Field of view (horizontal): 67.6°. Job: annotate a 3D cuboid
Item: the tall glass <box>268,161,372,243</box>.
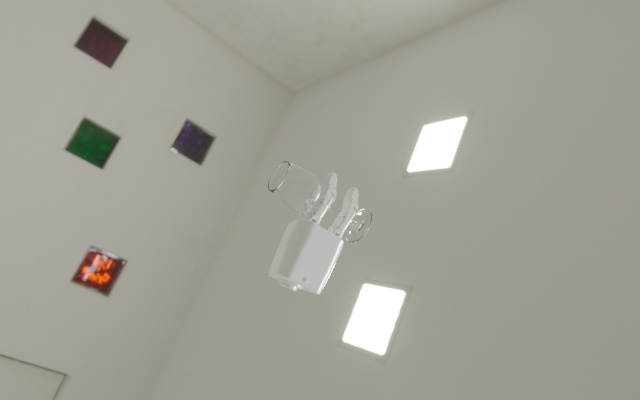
[{"bbox_3d":[0.001,0.003,0.890,0.201,0.079,0.079,32,-16,-28],"label":"tall glass"}]
